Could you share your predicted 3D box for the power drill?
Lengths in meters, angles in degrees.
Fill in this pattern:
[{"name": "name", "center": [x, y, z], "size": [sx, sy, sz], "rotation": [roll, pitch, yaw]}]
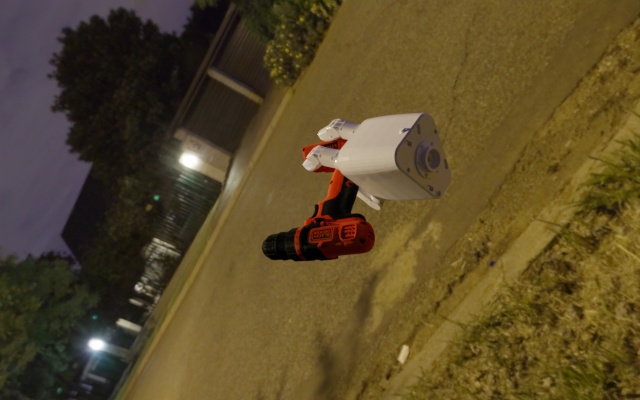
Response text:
[{"name": "power drill", "center": [0.000, 0.002, 0.727], "size": [0.184, 0.187, 0.057], "rotation": [-8, -29, 29]}]
